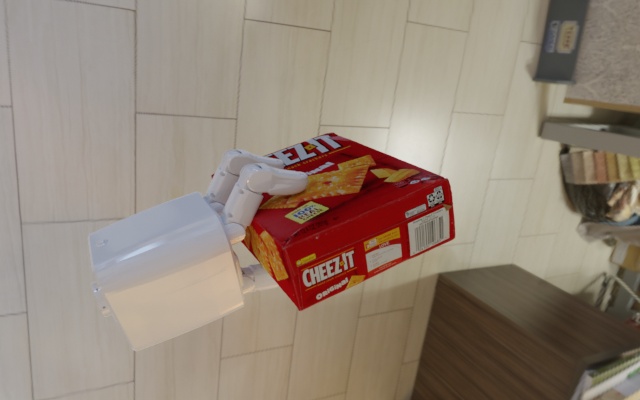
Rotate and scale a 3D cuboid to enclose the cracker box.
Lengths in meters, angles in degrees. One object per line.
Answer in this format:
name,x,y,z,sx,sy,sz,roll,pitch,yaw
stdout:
cracker box,0.000,0.002,0.481,0.164,0.072,0.213,-21,27,-20
